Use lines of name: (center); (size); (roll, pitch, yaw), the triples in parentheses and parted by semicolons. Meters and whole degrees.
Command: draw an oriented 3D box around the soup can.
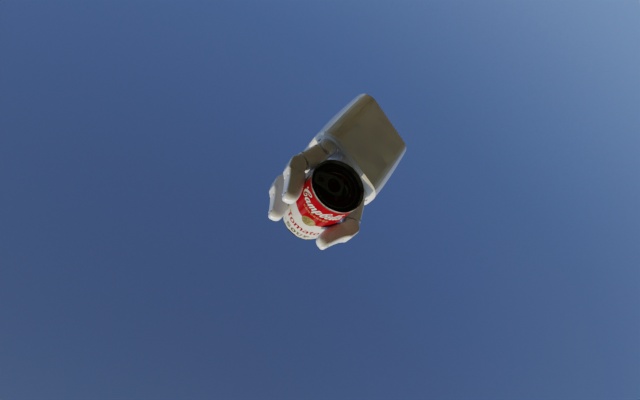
soup can: (0.000, 0.002, 0.594); (0.068, 0.068, 0.102); (0, -22, -26)
